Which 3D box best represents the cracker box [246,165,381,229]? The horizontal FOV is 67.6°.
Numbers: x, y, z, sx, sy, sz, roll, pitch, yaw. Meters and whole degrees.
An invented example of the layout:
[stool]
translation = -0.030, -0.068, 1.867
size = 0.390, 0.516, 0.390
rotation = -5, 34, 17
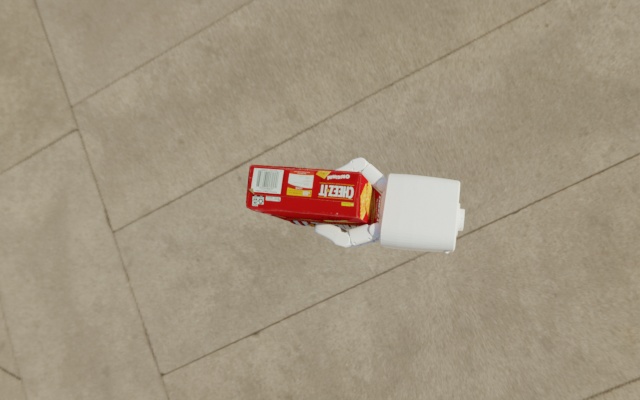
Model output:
[cracker box]
translation = 0.000, 0.002, 0.748
size = 0.164, 0.072, 0.214
rotation = 5, -7, 15
